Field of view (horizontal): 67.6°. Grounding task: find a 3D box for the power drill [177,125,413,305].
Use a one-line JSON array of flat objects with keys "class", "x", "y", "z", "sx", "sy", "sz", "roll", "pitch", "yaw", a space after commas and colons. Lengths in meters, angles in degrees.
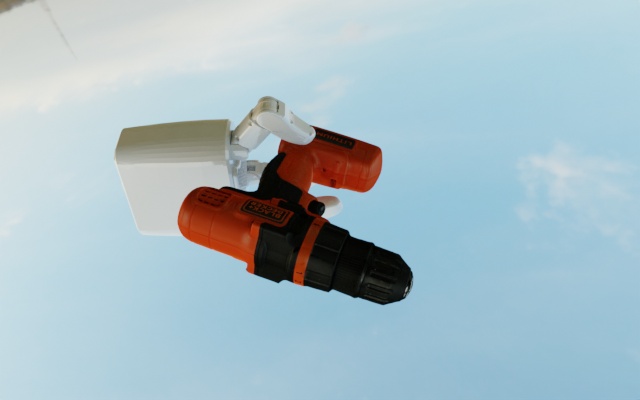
[{"class": "power drill", "x": 0.000, "y": 0.001, "z": 0.416, "sx": 0.184, "sy": 0.057, "sz": 0.187, "roll": 19, "pitch": 32, "yaw": 9}]
